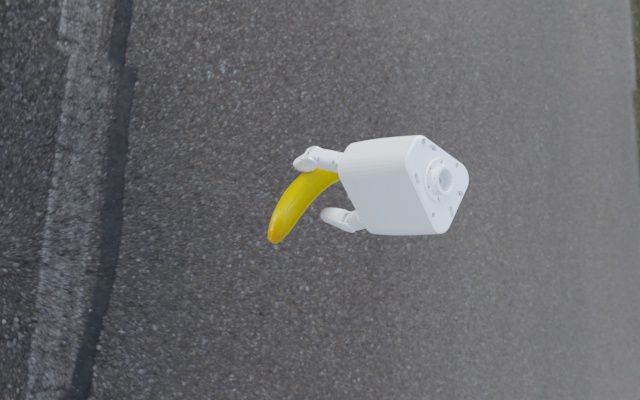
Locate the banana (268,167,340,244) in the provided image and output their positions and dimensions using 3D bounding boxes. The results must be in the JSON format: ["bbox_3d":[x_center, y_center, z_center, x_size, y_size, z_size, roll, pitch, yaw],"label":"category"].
[{"bbox_3d":[-0.003,-0.016,0.655,0.197,0.070,0.037,-33,25,-36],"label":"banana"}]
